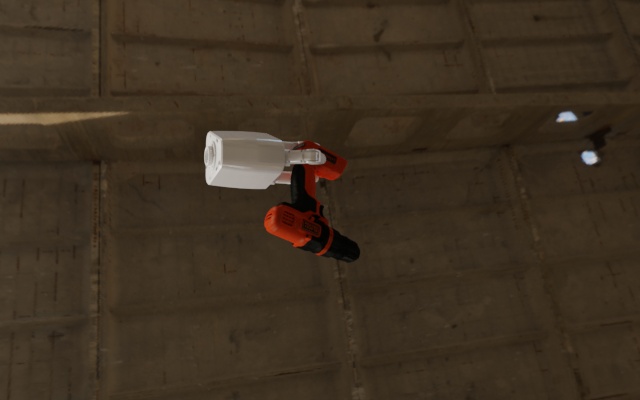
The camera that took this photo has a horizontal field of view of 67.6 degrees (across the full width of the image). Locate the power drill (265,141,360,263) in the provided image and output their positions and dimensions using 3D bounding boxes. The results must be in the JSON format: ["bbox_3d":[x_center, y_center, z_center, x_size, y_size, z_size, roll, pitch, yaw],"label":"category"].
[{"bbox_3d":[0.000,0.002,0.828,0.184,0.187,0.057,26,-36,-29],"label":"power drill"}]
